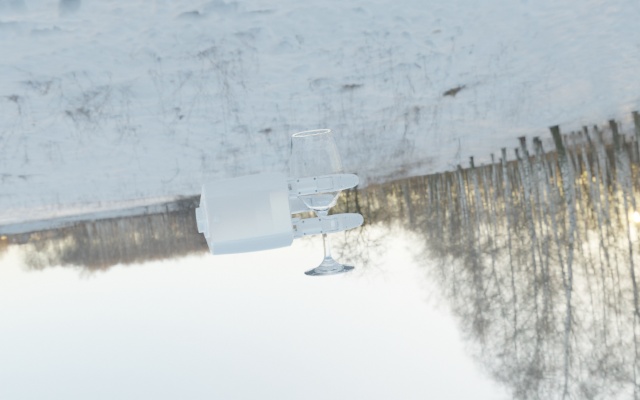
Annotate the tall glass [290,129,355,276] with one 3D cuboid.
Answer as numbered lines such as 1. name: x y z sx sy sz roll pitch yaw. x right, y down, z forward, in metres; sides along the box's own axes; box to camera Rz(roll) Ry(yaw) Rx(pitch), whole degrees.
1. tall glass: 0.000 0.003 0.684 0.079 0.201 0.079 -7 2 0
